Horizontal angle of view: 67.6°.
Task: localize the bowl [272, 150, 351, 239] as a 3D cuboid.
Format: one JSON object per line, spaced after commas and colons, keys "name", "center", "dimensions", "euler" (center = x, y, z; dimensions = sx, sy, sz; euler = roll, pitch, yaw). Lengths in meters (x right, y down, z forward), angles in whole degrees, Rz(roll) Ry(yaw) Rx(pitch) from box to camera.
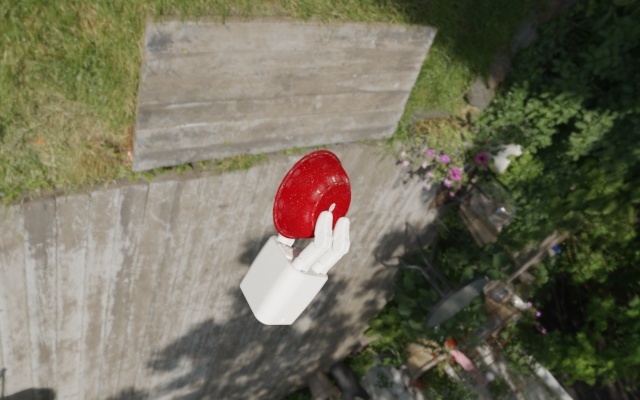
{"name": "bowl", "center": [0.001, 0.001, 0.773], "dimensions": [0.055, 0.162, 0.162], "euler": [30, 18, 35]}
